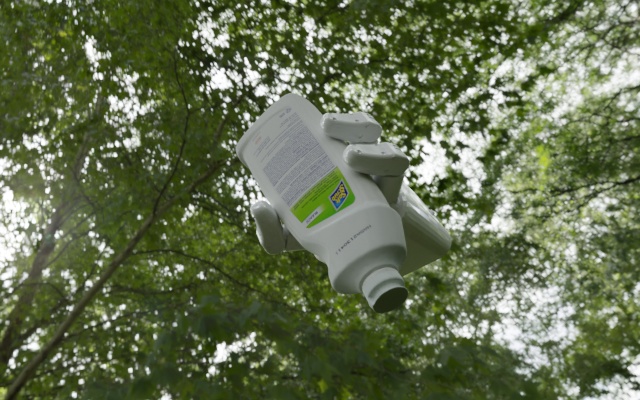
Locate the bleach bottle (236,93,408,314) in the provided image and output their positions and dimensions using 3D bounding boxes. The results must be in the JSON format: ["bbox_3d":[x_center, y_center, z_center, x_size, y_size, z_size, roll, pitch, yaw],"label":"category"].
[{"bbox_3d":[0.000,0.001,0.435,0.068,0.102,0.250,32,19,-42],"label":"bleach bottle"}]
